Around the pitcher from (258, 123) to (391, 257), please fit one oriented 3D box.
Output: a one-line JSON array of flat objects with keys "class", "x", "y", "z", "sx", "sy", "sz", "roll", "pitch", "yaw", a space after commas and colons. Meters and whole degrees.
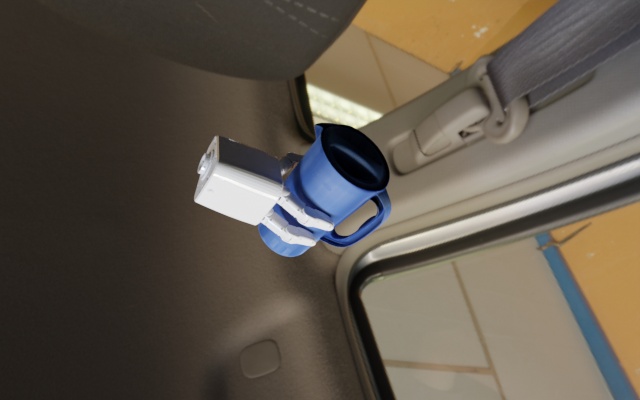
[{"class": "pitcher", "x": 0.000, "y": 0.003, "z": 0.806, "sx": 0.145, "sy": 0.149, "sz": 0.243, "roll": 20, "pitch": -45, "yaw": -26}]
